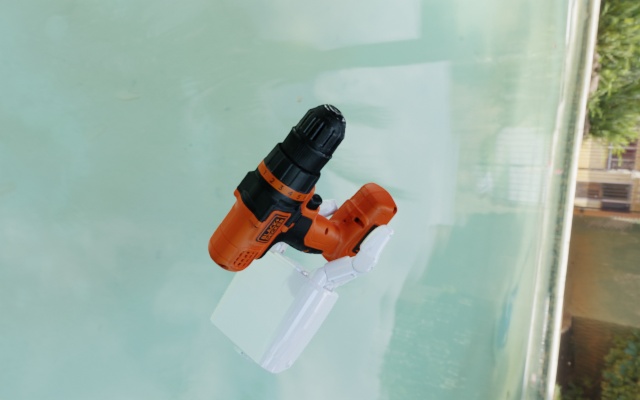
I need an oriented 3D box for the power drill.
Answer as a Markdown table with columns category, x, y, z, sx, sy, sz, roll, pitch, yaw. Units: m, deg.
| category | x | y | z | sx | sy | sz | roll | pitch | yaw |
| --- | --- | --- | --- | --- | --- | --- | --- | --- | --- |
| power drill | 0.000 | 0.002 | 0.488 | 0.188 | 0.184 | 0.057 | 17 | 30 | -50 |
